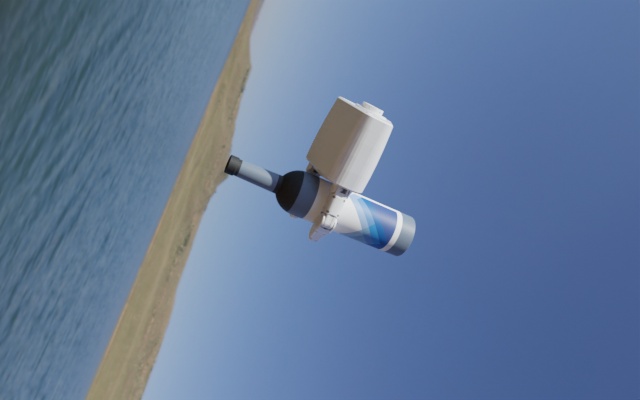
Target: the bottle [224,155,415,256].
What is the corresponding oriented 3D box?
[{"bbox_3d":[0.000,0.003,0.710,0.296,0.069,0.069,23,-7,-16],"label":"bottle"}]
